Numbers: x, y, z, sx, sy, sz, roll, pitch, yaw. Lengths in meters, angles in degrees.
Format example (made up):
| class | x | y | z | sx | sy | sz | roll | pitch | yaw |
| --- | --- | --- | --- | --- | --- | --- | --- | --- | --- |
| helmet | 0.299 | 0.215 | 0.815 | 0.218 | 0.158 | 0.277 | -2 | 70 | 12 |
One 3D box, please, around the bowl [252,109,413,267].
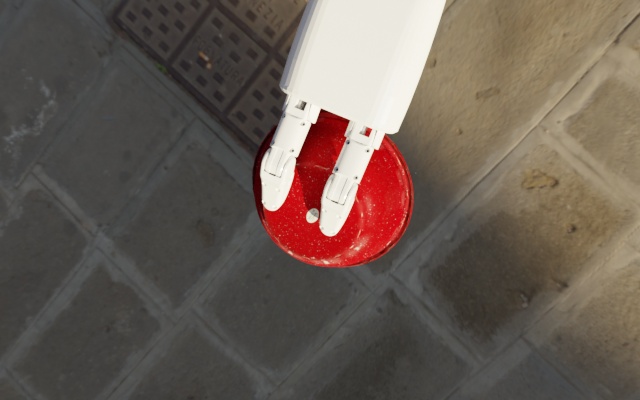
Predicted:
| class | x | y | z | sx | sy | sz | roll | pitch | yaw |
| --- | --- | --- | --- | --- | --- | --- | --- | --- | --- |
| bowl | 0.000 | 0.003 | 0.437 | 0.162 | 0.162 | 0.055 | 0 | 22 | 20 |
